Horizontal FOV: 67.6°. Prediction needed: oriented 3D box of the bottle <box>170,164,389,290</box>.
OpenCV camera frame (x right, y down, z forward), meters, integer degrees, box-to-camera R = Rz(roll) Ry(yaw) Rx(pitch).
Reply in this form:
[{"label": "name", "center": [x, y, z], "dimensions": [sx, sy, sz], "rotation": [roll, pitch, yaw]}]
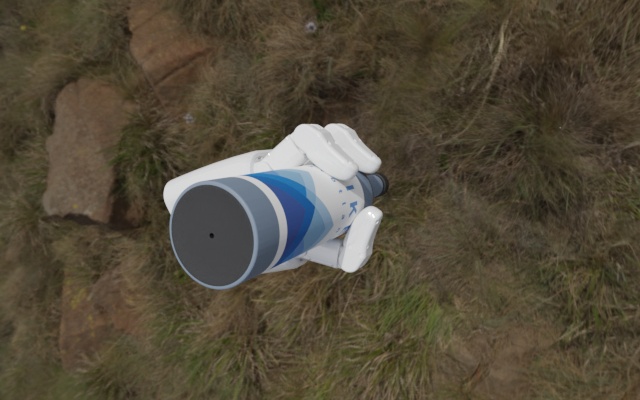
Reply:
[{"label": "bottle", "center": [0.000, 0.001, 0.414], "dimensions": [0.069, 0.069, 0.295], "rotation": [0, 8, 27]}]
